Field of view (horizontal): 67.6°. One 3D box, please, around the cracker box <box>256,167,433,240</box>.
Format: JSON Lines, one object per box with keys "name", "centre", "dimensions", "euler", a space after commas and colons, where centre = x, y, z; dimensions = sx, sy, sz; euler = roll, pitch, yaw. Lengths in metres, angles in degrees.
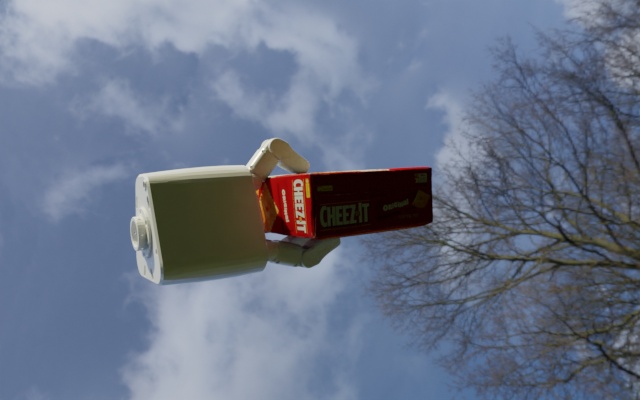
{"name": "cracker box", "centre": [0.000, 0.002, 0.572], "dimensions": [0.164, 0.072, 0.213], "euler": [-6, 3, -34]}
